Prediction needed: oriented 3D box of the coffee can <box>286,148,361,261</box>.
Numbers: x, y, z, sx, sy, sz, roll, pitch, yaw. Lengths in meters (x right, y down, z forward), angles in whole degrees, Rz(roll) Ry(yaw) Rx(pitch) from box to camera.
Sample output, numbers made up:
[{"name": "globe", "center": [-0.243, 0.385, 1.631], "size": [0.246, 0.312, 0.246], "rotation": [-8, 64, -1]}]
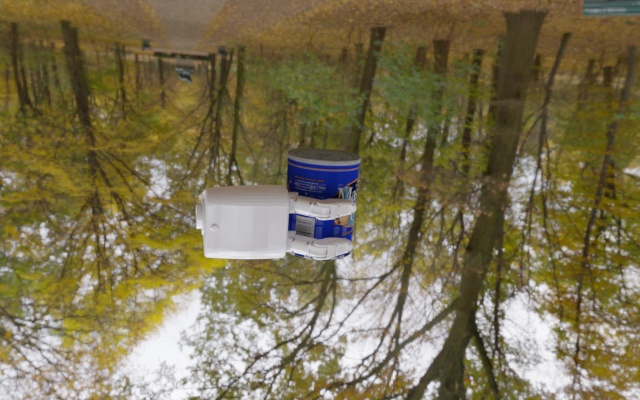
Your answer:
[{"name": "coffee can", "center": [0.000, 0.002, 0.683], "size": [0.103, 0.140, 0.102], "rotation": [4, 14, -1]}]
